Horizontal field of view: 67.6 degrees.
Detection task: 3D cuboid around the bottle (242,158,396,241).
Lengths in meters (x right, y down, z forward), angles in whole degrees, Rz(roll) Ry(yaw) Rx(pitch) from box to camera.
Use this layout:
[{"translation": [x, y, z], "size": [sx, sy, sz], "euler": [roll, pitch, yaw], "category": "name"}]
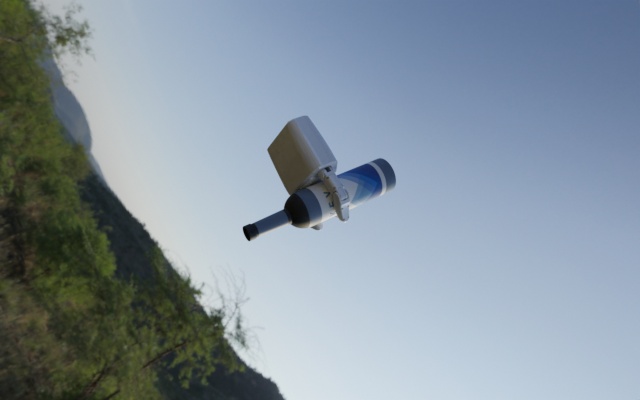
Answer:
[{"translation": [0.000, 0.003, 0.846], "size": [0.295, 0.069, 0.069], "euler": [-23, 10, -25], "category": "bottle"}]
